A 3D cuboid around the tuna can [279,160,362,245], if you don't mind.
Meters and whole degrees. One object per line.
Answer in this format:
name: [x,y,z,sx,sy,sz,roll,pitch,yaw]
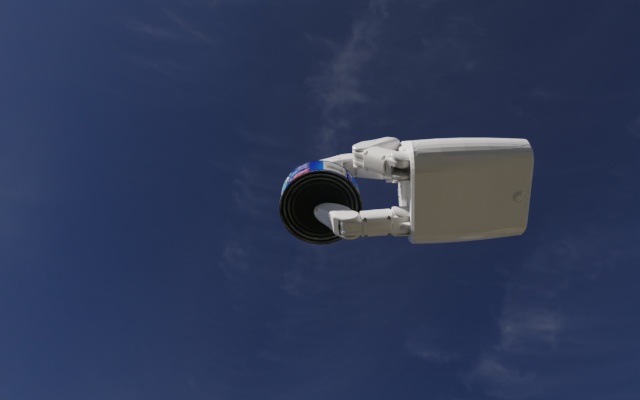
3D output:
tuna can: [0.000,0.001,0.505,0.086,0.086,0.033,0,26,-1]
